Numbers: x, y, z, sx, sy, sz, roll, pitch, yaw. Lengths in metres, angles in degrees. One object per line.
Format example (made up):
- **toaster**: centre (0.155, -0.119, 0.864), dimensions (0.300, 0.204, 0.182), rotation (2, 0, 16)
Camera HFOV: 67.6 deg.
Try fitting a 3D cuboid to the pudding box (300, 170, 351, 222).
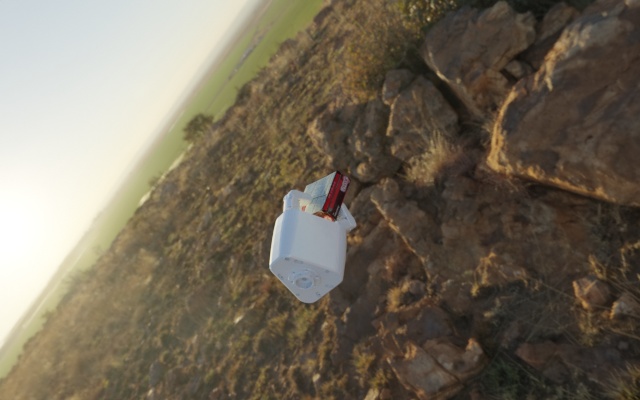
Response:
- **pudding box**: centre (0.000, 0.003, 0.872), dimensions (0.039, 0.090, 0.113), rotation (35, -29, -22)
